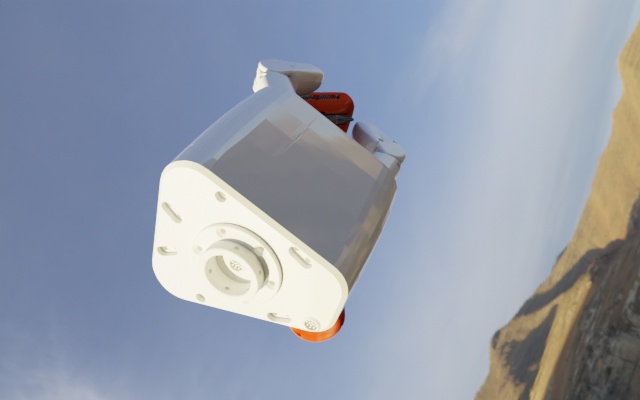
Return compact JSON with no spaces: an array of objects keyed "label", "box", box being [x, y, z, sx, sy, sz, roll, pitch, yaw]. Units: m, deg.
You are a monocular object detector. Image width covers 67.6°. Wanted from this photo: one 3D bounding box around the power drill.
[{"label":"power drill","box":[0.000,0.001,0.421,0.057,0.188,0.184,-1,15,1]}]
